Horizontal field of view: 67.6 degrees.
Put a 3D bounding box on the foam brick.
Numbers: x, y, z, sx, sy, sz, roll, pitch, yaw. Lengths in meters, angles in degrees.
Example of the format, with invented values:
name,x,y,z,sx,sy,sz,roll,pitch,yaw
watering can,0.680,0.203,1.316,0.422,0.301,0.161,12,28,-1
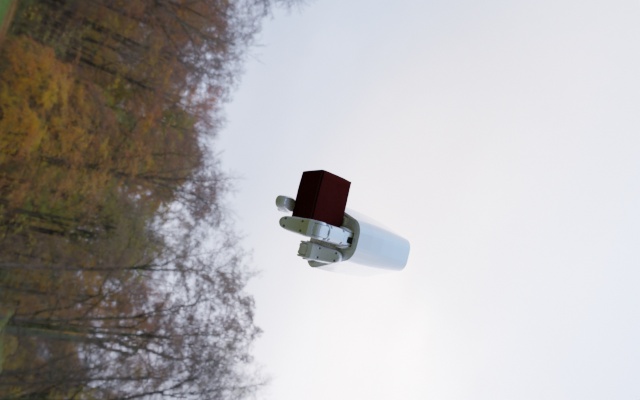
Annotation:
name,x,y,z,sx,sy,sz,roll,pitch,yaw
foam brick,0.000,0.002,0.653,0.051,0.078,0.053,18,-7,-33
